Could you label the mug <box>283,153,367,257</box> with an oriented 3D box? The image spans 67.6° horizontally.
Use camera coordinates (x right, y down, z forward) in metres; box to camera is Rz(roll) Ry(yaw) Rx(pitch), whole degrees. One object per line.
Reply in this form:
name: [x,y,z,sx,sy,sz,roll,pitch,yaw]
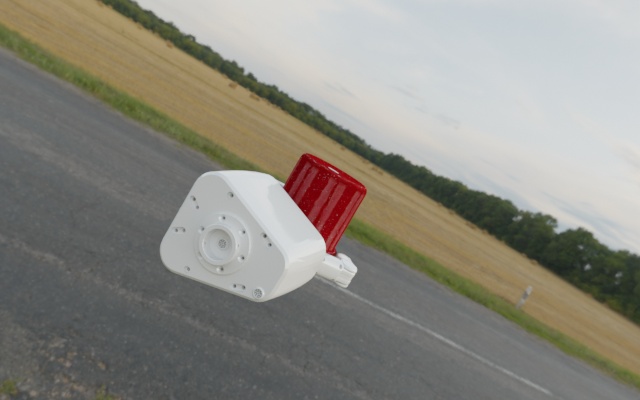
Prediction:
mug: [0.001,0.002,0.531,0.093,0.081,0.117,32,8,12]
